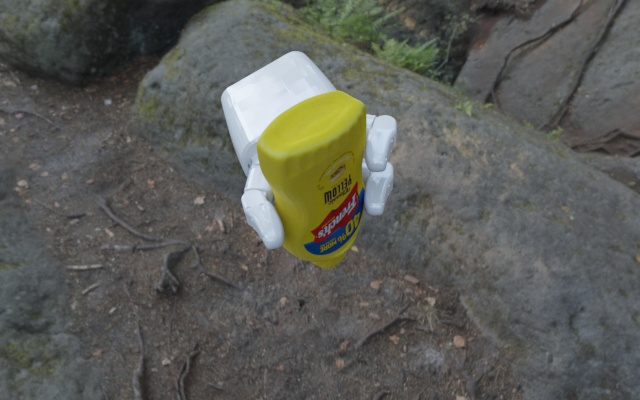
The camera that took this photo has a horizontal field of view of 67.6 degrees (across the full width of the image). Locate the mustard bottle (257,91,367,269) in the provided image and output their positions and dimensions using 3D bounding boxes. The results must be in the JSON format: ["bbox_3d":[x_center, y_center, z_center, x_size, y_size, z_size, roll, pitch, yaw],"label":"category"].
[{"bbox_3d":[0.000,0.001,0.441,0.058,0.192,0.096,34,58,31],"label":"mustard bottle"}]
